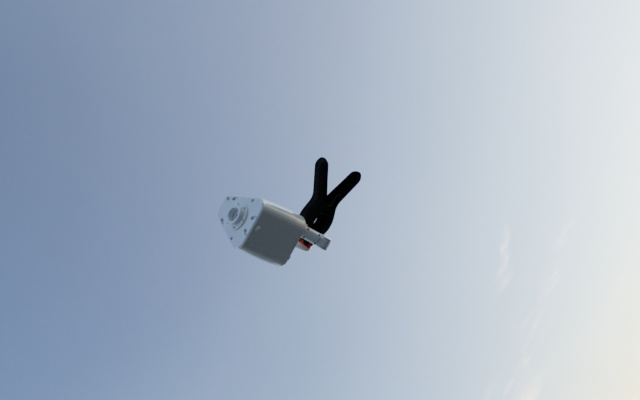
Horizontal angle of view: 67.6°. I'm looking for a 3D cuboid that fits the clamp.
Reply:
[{"bbox_3d":[0.000,0.003,0.867,0.120,0.171,0.039,30,0,-44],"label":"clamp"}]
